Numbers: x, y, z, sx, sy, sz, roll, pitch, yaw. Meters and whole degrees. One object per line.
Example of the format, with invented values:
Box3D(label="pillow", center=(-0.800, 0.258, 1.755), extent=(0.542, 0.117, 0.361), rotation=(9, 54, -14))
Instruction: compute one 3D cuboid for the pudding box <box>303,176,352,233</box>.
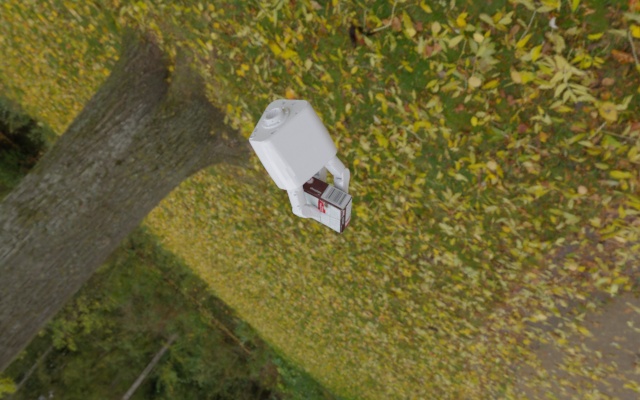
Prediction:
Box3D(label="pudding box", center=(0.000, 0.003, 0.869), extent=(0.113, 0.039, 0.090), rotation=(29, -25, 17))
